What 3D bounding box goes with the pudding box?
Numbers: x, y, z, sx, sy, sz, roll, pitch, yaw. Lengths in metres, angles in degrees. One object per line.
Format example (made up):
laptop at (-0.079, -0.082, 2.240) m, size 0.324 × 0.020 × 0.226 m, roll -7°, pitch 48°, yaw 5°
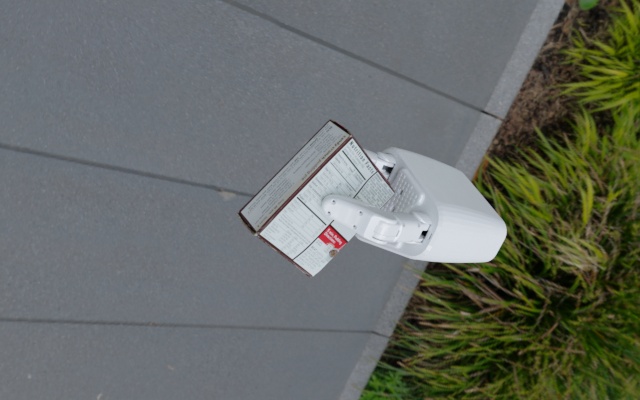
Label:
pudding box at (0.000, 0.001, 0.409) m, size 0.039 × 0.113 × 0.090 m, roll 41°, pitch -4°, yaw 46°
